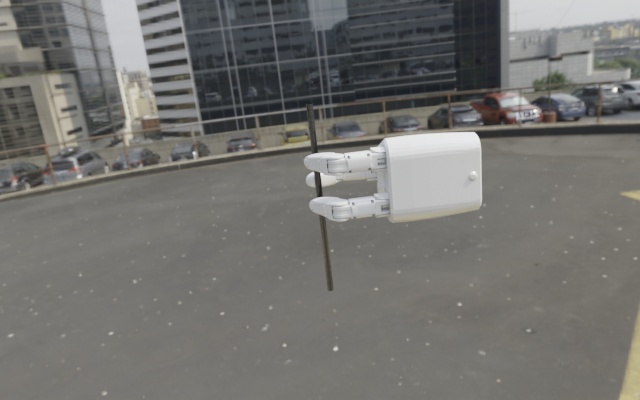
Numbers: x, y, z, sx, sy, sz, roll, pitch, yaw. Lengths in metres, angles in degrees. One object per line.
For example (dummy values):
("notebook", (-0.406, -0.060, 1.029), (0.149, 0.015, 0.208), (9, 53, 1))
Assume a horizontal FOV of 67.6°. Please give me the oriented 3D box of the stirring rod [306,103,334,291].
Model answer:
("stirring rod", (0.000, 0.002, 0.592), (0.011, 0.239, 0.011), (-6, 16, 2))
